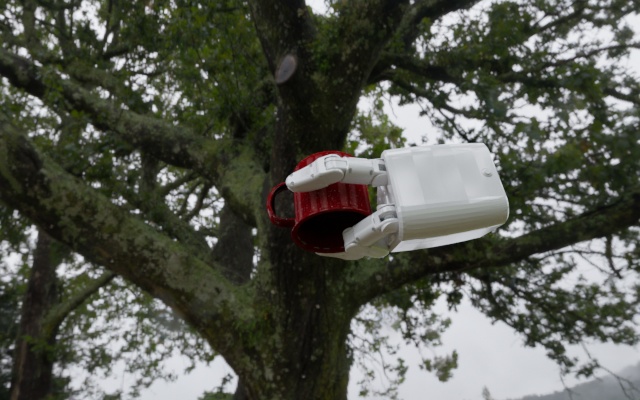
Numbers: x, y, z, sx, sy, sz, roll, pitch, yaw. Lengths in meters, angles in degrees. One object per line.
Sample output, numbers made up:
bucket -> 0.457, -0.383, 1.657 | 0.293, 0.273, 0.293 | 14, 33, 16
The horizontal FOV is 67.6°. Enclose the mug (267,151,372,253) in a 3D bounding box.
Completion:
mug -> -0.001, 0.002, 0.522 | 0.117, 0.081, 0.093 | -5, -34, -3
